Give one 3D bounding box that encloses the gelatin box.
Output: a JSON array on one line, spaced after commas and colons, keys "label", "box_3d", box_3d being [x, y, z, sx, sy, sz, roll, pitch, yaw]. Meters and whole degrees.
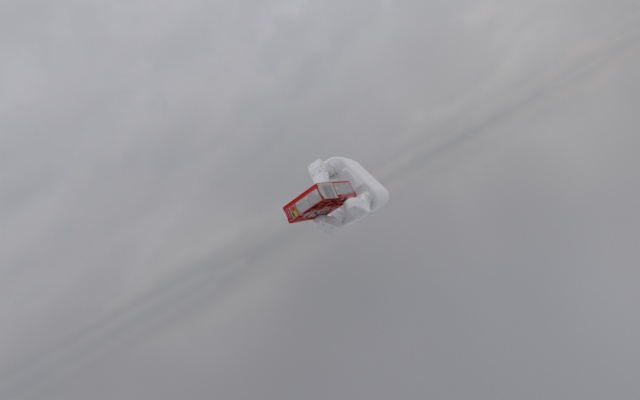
[{"label": "gelatin box", "box_3d": [0.000, 0.002, 0.702, 0.073, 0.030, 0.089, -34, -16, 32]}]
